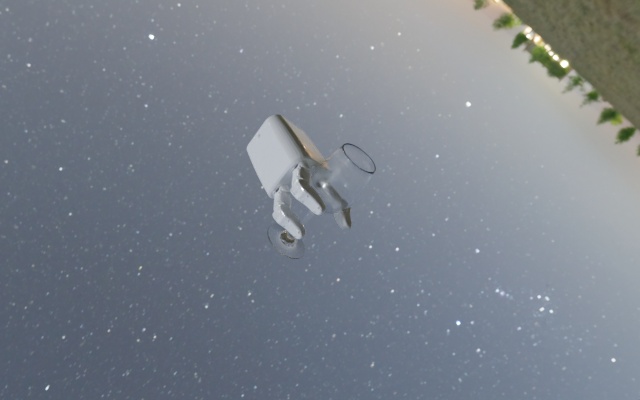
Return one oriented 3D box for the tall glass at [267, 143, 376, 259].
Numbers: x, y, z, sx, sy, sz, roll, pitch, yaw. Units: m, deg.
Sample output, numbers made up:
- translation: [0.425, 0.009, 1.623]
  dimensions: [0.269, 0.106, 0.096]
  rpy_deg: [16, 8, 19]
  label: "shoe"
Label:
- translation: [0.000, 0.003, 0.748]
  dimensions: [0.079, 0.079, 0.201]
  rpy_deg: [0, -41, -50]
  label: "tall glass"
